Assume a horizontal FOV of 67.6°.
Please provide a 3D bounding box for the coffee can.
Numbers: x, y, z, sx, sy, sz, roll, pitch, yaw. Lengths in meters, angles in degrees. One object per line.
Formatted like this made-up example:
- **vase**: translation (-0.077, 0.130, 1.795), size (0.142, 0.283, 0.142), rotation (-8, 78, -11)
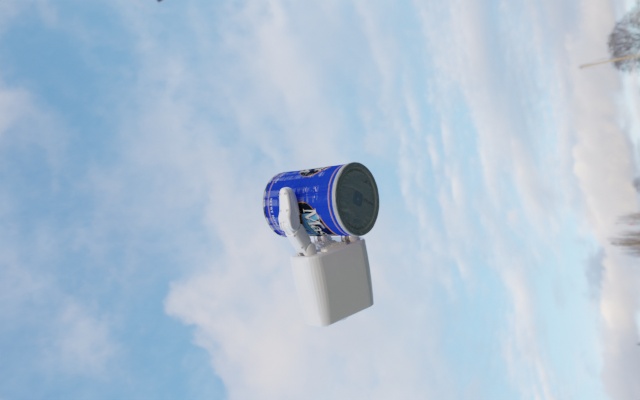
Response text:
- **coffee can**: translation (0.000, 0.002, 0.700), size (0.140, 0.103, 0.103), rotation (-5, -3, 41)
